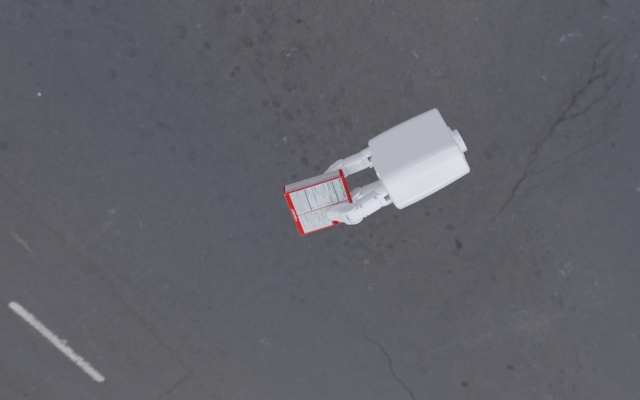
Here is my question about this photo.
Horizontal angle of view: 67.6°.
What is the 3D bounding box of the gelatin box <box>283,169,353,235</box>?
[{"bbox_3d":[0.000,0.003,0.686,0.089,0.073,0.030,-18,28,5],"label":"gelatin box"}]
